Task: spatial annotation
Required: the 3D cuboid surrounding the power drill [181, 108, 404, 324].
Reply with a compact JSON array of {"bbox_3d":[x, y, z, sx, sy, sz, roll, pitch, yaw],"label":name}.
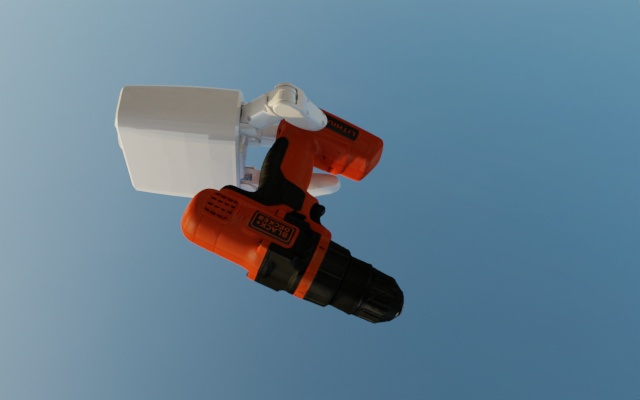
[{"bbox_3d":[0.000,0.001,0.420,0.184,0.187,0.057,26,-46,-2],"label":"power drill"}]
